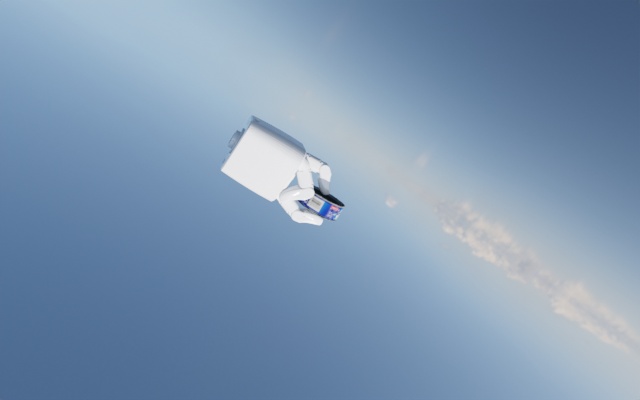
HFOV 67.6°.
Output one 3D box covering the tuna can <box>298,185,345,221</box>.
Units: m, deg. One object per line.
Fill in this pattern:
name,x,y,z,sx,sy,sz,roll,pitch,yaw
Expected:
tuna can,0.000,0.003,0.883,0.086,0.034,0.086,29,9,-5
